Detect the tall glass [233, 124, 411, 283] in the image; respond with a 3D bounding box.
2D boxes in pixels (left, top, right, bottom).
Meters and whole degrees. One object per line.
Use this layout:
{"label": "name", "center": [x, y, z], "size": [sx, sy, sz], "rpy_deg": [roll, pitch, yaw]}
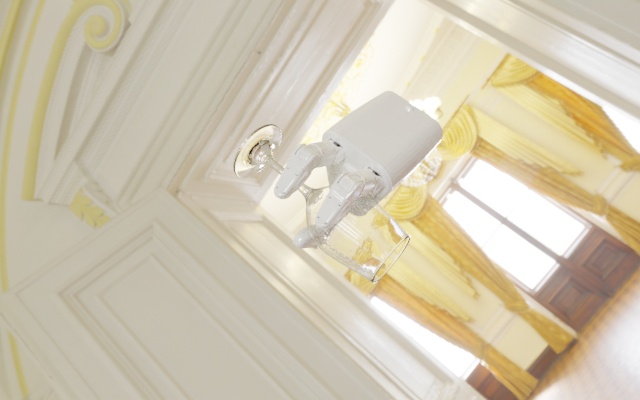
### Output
{"label": "tall glass", "center": [-0.001, 0.001, 0.521], "size": [0.201, 0.079, 0.079], "rpy_deg": [39, 15, 20]}
